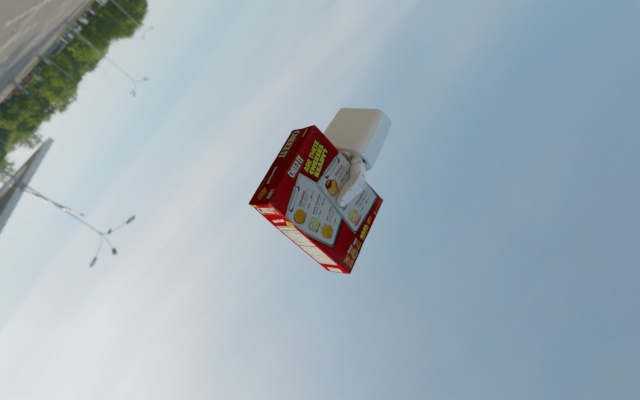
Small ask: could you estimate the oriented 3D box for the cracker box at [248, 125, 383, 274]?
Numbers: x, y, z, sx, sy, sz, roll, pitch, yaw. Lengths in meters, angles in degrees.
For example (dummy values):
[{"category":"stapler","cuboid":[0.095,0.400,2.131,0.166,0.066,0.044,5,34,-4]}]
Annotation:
[{"category":"cracker box","cuboid":[0.000,0.003,0.831,0.072,0.164,0.214,-3,-39,48]}]
